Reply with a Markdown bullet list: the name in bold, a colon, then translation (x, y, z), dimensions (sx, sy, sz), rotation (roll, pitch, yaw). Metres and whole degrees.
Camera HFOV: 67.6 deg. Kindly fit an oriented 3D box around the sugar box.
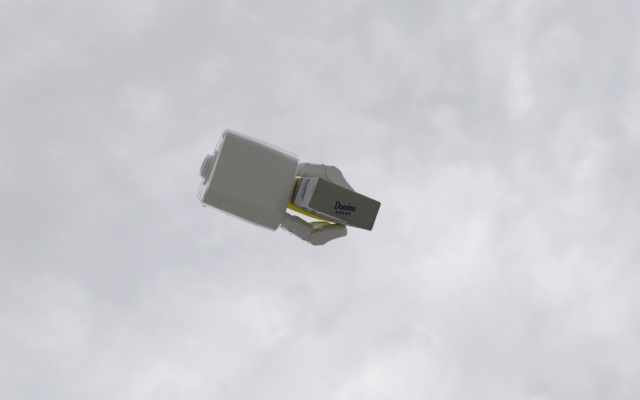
- **sugar box**: translation (0.000, 0.003, 0.661), dimensions (0.093, 0.048, 0.176), rotation (21, -3, -20)
